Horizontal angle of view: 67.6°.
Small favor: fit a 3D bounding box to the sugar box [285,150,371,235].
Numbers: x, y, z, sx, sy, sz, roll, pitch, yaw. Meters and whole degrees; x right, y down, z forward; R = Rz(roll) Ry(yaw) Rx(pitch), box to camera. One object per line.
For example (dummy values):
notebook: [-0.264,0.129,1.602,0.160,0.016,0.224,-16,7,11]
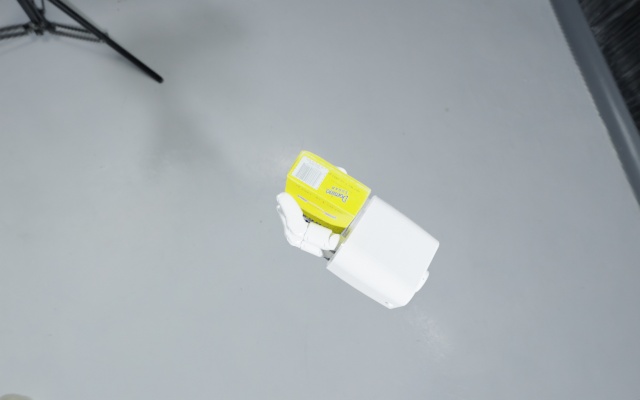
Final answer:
sugar box: [0.000,0.003,0.621,0.093,0.048,0.176,32,-18,3]
